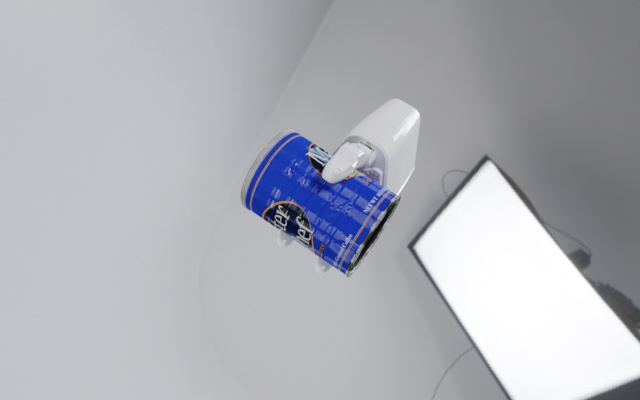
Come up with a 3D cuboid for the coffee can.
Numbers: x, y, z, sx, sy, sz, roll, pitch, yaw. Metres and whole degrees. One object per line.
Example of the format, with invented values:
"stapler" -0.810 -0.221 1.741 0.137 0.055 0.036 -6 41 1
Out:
"coffee can" 0.000 0.002 0.517 0.140 0.103 0.103 33 8 12
